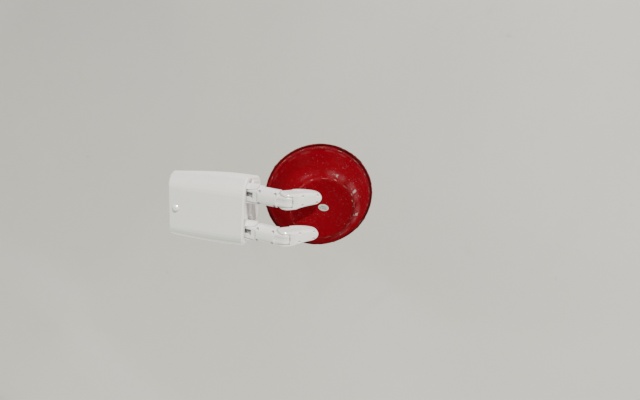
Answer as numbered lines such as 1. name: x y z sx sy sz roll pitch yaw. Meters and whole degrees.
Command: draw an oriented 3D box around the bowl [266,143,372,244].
1. bowl: 0.001 0.002 0.693 0.162 0.162 0.055 0 21 -6
